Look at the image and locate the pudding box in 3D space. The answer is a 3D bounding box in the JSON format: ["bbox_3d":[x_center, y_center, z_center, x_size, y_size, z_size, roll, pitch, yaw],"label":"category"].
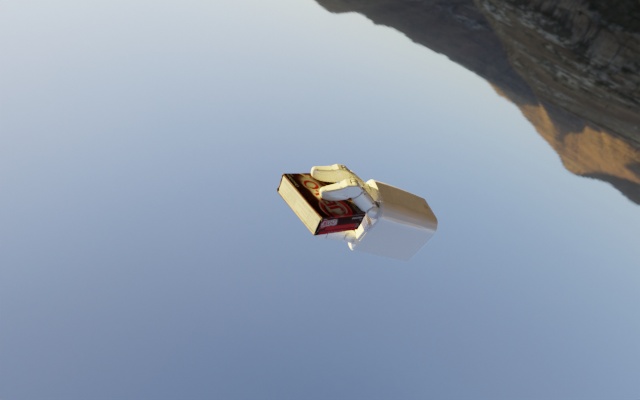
[{"bbox_3d":[0.000,0.003,0.727,0.090,0.039,0.113,-4,37,-42],"label":"pudding box"}]
